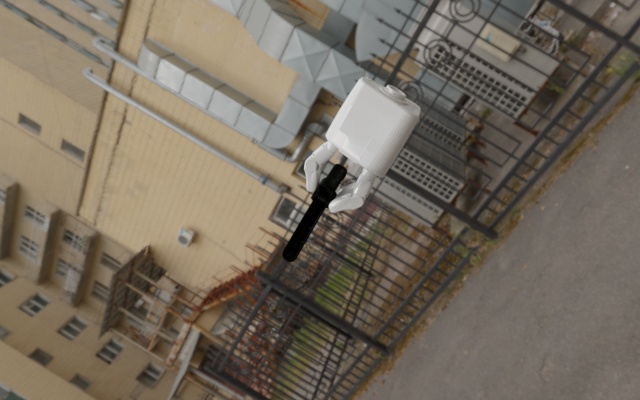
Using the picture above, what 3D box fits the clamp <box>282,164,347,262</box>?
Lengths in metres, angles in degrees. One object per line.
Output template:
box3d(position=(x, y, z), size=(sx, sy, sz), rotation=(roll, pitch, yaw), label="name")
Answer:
box3d(position=(0.000, 0.002, 0.797), size=(0.036, 0.165, 0.210), rotation=(31, 25, 1), label="clamp")
